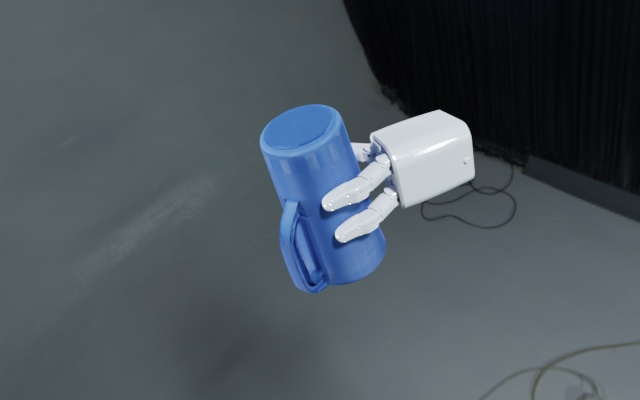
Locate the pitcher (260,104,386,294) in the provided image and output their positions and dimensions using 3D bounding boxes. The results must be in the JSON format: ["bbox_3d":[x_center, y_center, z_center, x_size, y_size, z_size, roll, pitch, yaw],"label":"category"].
[{"bbox_3d":[0.000,0.002,0.657,0.145,0.243,0.149,-20,39,0],"label":"pitcher"}]
